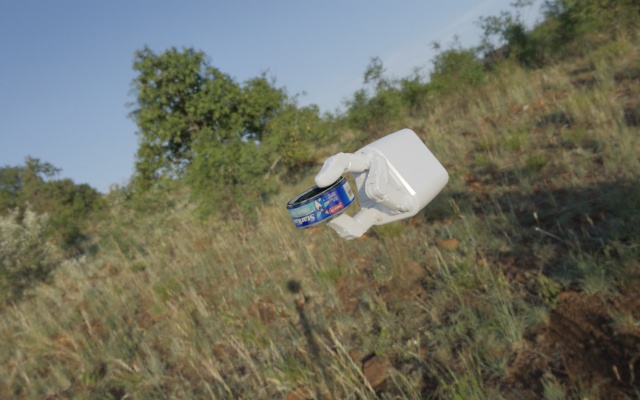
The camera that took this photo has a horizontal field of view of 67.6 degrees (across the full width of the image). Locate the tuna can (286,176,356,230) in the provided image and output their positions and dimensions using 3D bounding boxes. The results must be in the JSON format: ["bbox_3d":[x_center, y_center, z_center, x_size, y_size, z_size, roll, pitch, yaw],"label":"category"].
[{"bbox_3d":[0.000,0.002,0.611,0.086,0.034,0.086,-26,10,5],"label":"tuna can"}]
